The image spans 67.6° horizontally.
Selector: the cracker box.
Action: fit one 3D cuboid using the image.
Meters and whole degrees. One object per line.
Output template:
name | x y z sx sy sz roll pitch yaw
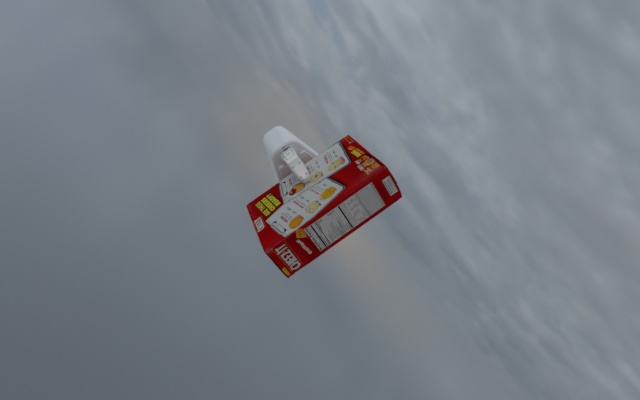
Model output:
cracker box | 0.000 0.002 0.755 0.213 0.072 0.164 -36 30 0
